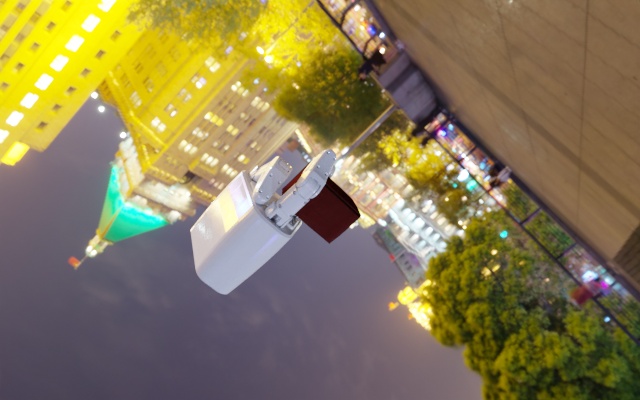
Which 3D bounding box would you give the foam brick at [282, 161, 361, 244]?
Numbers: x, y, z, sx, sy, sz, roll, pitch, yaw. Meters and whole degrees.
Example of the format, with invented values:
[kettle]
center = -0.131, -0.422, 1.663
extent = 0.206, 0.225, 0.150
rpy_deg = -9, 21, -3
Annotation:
[foam brick]
center = 0.000, 0.002, 0.565
extent = 0.078, 0.051, 0.053
rpy_deg = 42, 11, -18
